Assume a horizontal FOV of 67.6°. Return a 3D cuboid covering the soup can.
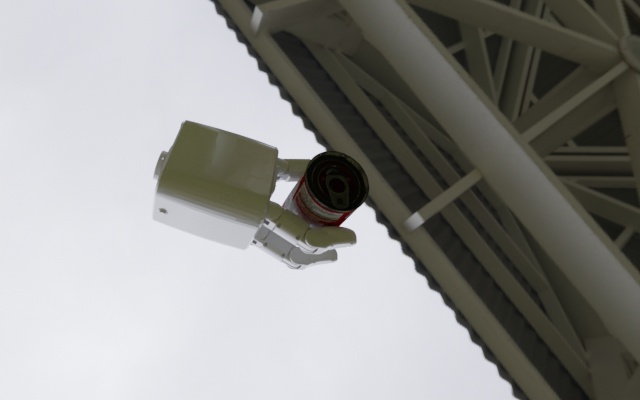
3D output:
[{"bbox_3d":[0.000,0.002,0.514,0.068,0.068,0.102,0,-25,-22],"label":"soup can"}]
